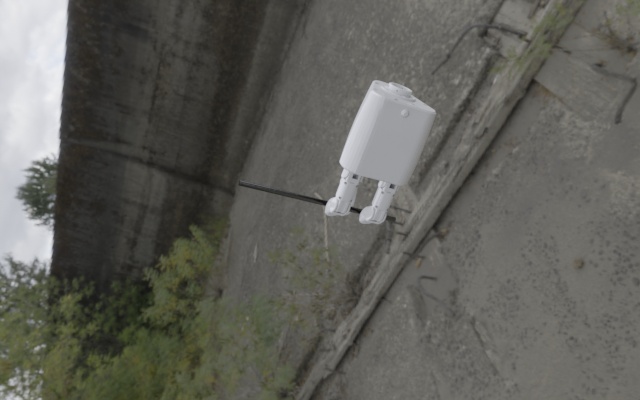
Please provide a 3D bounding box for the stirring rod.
[{"bbox_3d":[0.000,0.002,0.693,0.239,0.011,0.011,13,-4,-16],"label":"stirring rod"}]
